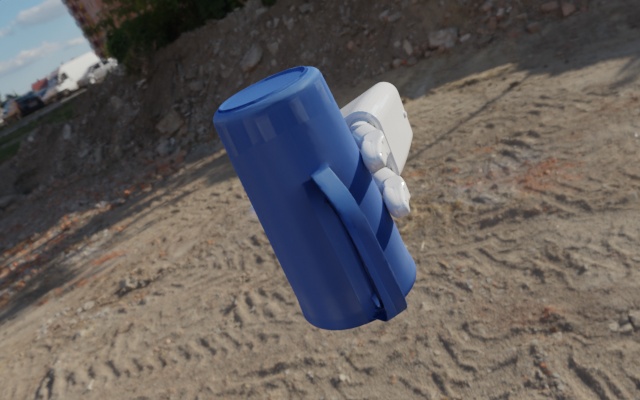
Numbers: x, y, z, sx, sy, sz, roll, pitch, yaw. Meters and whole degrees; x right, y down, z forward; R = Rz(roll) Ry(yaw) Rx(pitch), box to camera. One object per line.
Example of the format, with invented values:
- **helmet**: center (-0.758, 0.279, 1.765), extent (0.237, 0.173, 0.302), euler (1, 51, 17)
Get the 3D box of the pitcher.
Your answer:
- **pitcher**: center (0.000, 0.001, 0.467), extent (0.149, 0.243, 0.145), euler (-11, 28, 30)
